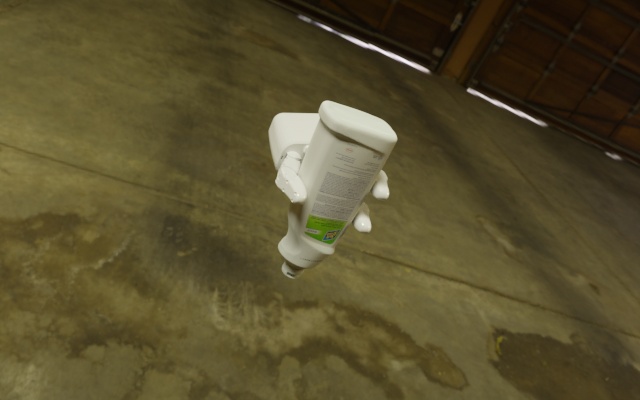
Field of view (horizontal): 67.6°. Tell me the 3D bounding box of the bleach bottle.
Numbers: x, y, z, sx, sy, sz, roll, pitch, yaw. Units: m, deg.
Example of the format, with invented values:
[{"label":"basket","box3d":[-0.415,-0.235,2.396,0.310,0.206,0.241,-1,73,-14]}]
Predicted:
[{"label":"bleach bottle","box3d":[0.000,0.002,0.629,0.102,0.251,0.068,14,30,-24]}]
